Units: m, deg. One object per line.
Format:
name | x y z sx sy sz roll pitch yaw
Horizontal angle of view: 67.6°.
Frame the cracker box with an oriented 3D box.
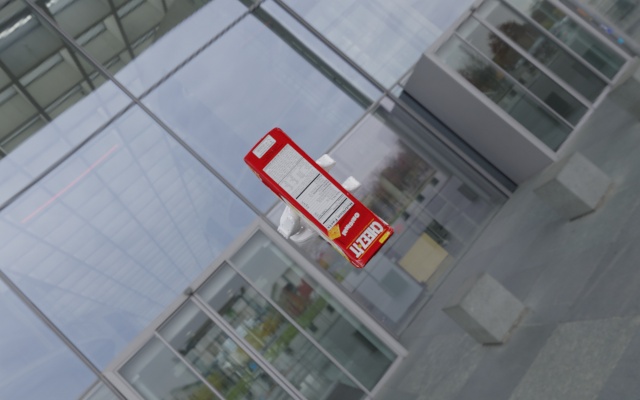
cracker box | 0.000 0.002 0.692 0.213 0.072 0.164 42 -5 7
